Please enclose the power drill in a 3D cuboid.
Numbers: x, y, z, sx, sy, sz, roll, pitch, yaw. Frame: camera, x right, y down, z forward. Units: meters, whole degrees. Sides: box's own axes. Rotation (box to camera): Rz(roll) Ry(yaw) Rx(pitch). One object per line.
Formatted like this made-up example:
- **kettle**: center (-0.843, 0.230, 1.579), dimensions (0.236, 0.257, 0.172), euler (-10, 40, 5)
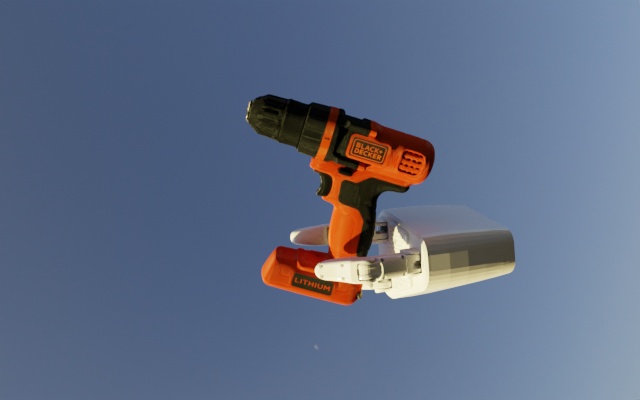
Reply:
- **power drill**: center (0.000, 0.002, 0.476), dimensions (0.184, 0.188, 0.057), euler (17, 19, -3)
